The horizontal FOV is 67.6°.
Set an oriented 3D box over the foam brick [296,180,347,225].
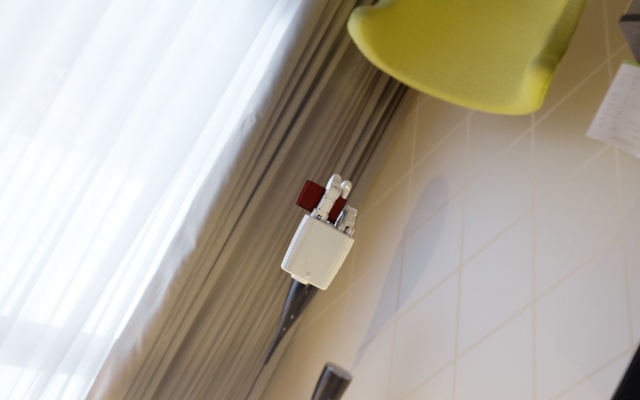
[{"bbox_3d":[0.000,0.003,0.877,0.078,0.051,0.053,28,-1,-9],"label":"foam brick"}]
